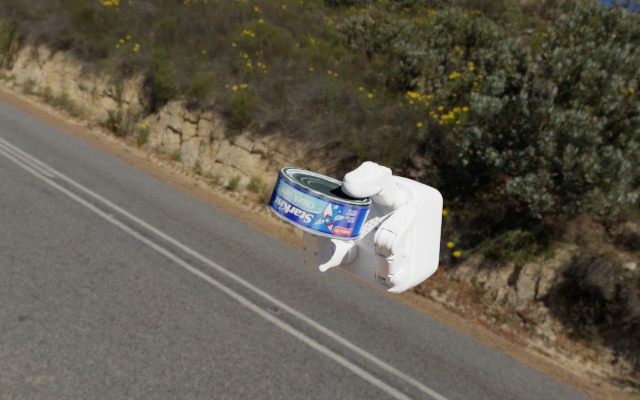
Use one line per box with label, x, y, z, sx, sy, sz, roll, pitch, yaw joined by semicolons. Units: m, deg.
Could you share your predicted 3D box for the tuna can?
tuna can;0.000;0.001;0.415;0.086;0.034;0.086;19;14;-5
